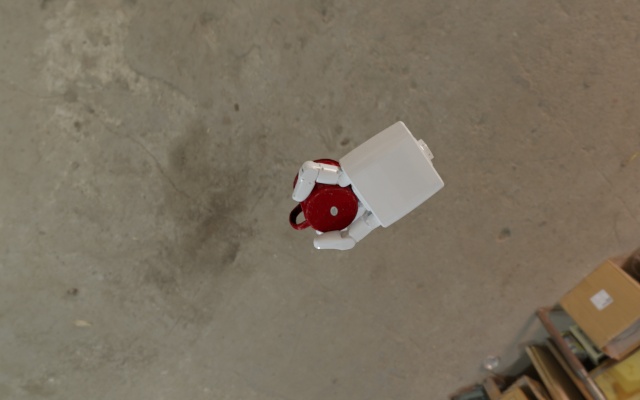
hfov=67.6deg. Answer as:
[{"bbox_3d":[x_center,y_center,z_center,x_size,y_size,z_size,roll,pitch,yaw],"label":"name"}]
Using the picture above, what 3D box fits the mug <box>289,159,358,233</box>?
[{"bbox_3d":[-0.001,0.003,0.724,0.117,0.093,0.081,-35,31,10],"label":"mug"}]
